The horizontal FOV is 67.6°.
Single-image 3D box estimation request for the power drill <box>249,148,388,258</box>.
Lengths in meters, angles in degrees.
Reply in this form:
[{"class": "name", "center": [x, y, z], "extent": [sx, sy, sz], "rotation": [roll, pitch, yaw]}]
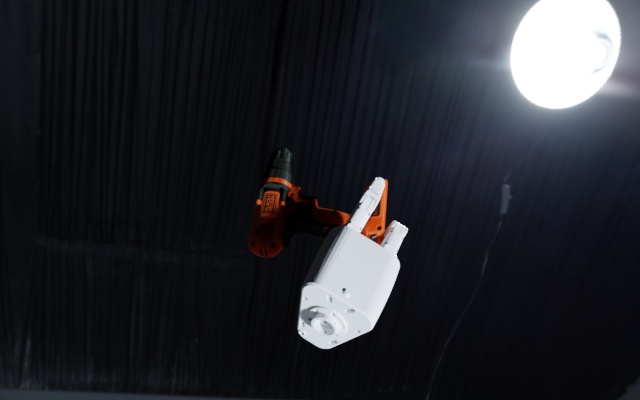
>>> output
[{"class": "power drill", "center": [0.001, 0.002, 0.686], "extent": [0.187, 0.184, 0.057], "rotation": [3, -34, 6]}]
